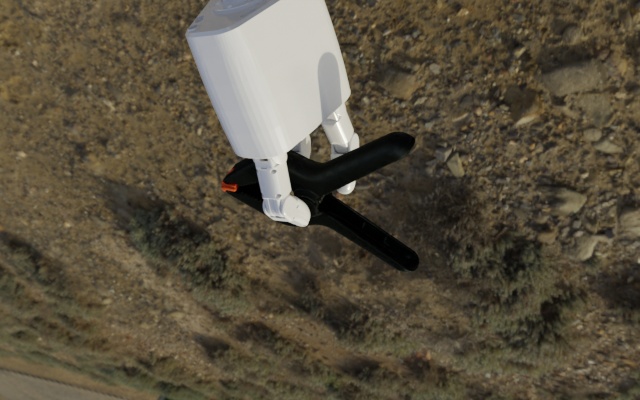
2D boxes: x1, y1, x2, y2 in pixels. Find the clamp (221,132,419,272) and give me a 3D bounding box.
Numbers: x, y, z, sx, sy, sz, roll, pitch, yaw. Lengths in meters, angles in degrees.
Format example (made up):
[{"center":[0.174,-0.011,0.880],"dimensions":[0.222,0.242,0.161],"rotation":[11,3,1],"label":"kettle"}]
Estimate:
[{"center":[-0.001,0.002,0.465],"dimensions":[0.210,0.165,0.036],"rotation":[5,45,28],"label":"clamp"}]
